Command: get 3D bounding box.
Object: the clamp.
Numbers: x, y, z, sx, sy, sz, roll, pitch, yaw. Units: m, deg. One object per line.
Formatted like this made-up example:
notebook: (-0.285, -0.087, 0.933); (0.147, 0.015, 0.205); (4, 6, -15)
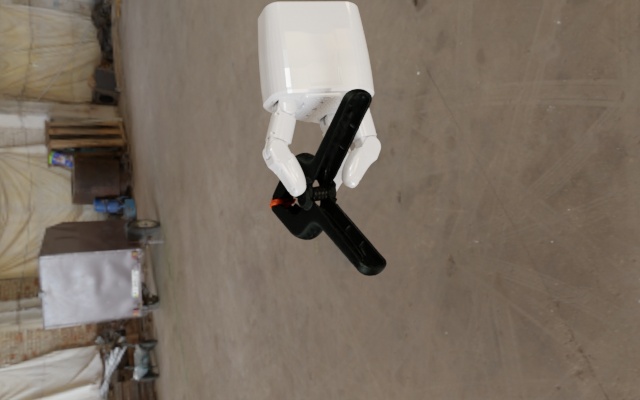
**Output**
clamp: (-0.001, 0.002, 0.492); (0.036, 0.164, 0.210); (-1, -12, -28)
